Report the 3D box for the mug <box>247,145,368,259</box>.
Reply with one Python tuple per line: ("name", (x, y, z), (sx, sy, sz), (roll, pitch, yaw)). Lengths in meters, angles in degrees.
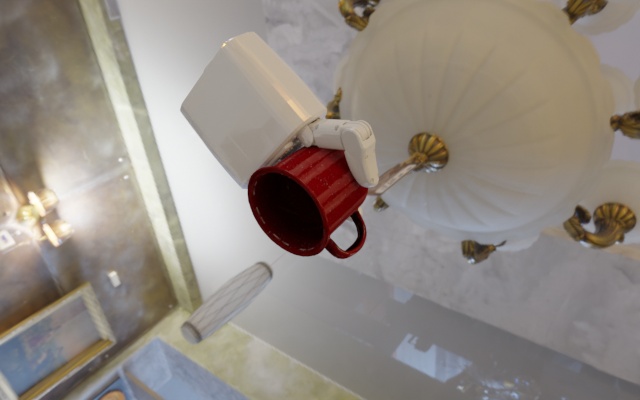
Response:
("mug", (0.001, 0.002, 0.452), (0.081, 0.117, 0.093), (-40, -2, -41))
